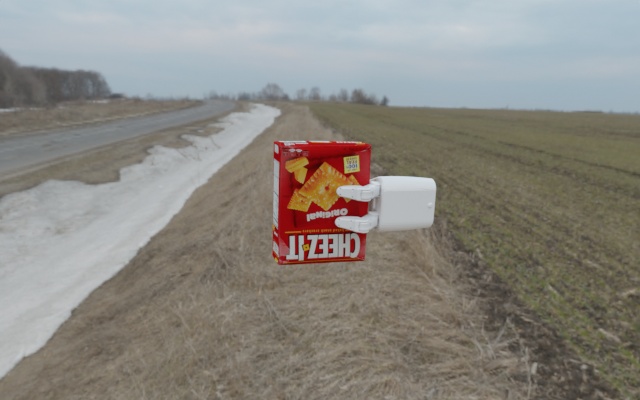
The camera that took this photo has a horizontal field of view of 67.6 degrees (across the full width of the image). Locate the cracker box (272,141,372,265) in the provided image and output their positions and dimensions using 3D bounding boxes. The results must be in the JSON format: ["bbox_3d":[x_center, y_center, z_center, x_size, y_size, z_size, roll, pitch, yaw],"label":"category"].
[{"bbox_3d":[0.000,0.003,0.851,0.164,0.214,0.072,-1,12,-14],"label":"cracker box"}]
